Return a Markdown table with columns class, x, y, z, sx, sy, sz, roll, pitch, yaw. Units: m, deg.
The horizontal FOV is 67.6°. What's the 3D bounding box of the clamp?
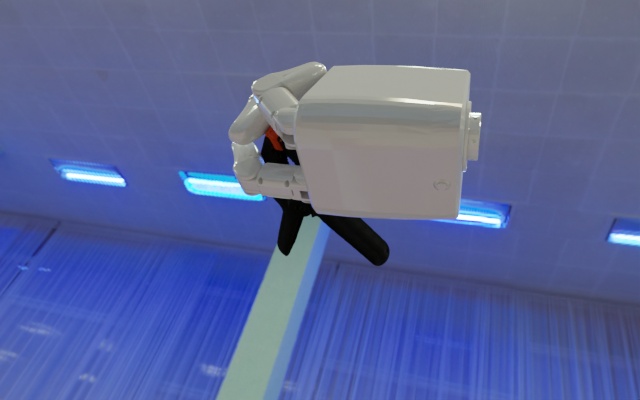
| class | x | y | z | sx | sy | sz | roll | pitch | yaw |
| --- | --- | --- | --- | --- | --- | --- | --- | --- | --- |
| clamp | 0.000 | 0.001 | 0.434 | 0.120 | 0.039 | 0.172 | 4 | -41 | 17 |
